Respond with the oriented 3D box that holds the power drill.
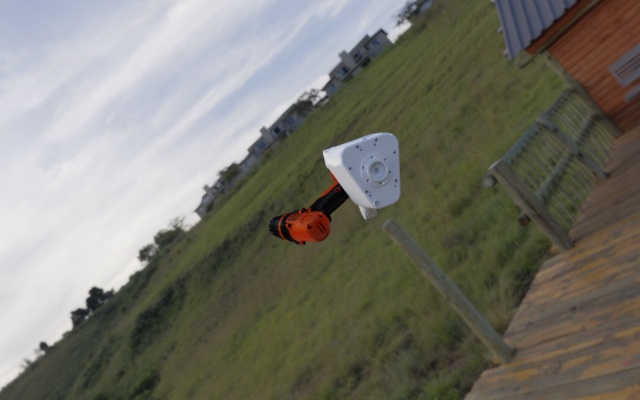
[{"bbox_3d":[0.001,0.002,0.868,0.187,0.057,0.184,-48,22,-22],"label":"power drill"}]
